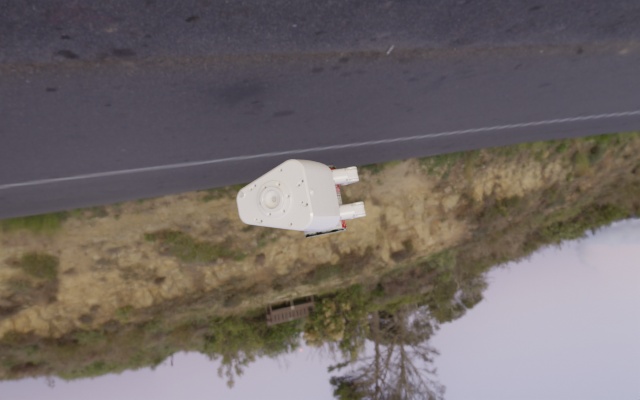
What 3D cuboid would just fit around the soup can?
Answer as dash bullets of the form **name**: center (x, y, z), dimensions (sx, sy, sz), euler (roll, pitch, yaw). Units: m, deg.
- **soup can**: center (0.000, 0.003, 0.748), dimensions (0.068, 0.102, 0.068), euler (-11, -5, -1)
